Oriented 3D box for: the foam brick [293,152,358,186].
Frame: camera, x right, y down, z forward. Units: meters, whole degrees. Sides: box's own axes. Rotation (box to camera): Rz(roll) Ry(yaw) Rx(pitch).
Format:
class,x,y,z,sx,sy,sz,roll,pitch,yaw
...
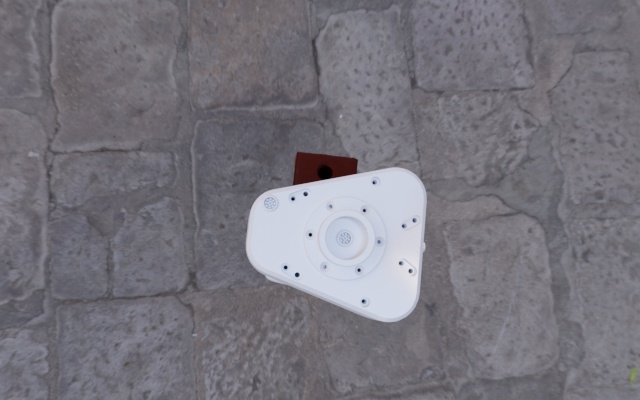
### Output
class,x,y,z,sx,sy,sz,roll,pitch,yaw
foam brick,0.000,0.001,0.413,0.053,0.078,0.051,6,-6,-3
